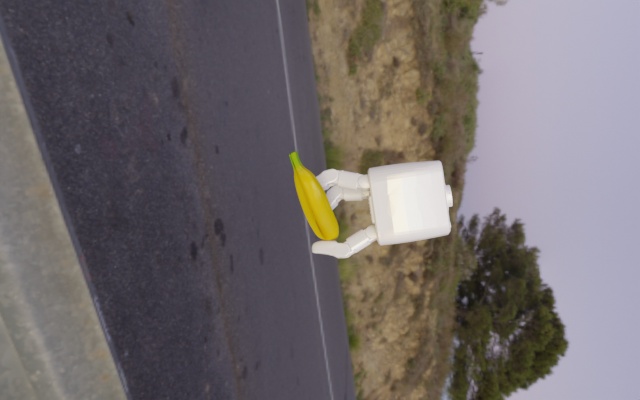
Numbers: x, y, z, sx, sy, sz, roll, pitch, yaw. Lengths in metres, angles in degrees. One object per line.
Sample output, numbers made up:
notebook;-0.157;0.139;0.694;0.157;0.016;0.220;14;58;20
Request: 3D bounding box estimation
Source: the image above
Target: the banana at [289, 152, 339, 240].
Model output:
banana;0.000;0.015;0.689;0.037;0.069;0.198;-12;-38;9
